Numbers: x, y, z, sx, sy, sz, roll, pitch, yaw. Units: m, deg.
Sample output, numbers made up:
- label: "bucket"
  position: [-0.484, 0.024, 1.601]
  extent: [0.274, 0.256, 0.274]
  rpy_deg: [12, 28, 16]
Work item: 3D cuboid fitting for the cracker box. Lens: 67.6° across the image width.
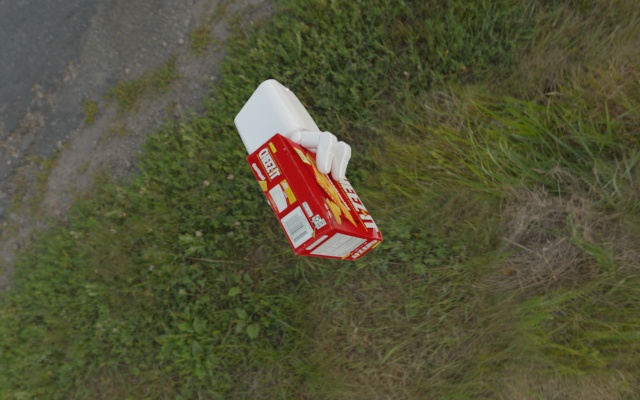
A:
- label: "cracker box"
  position: [0.000, 0.002, 0.732]
  extent: [0.072, 0.164, 0.214]
  rpy_deg: [-36, -22, 17]
